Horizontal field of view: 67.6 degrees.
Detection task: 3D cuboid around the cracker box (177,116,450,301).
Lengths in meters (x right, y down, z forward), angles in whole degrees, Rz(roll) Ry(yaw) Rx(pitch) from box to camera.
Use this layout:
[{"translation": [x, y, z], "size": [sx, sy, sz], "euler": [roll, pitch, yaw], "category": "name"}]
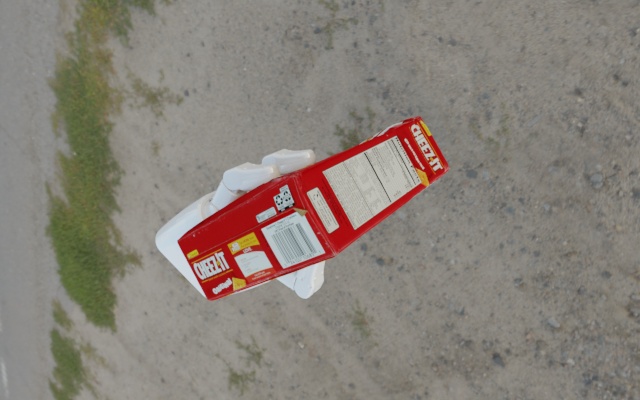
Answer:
[{"translation": [0.000, 0.002, 0.448], "size": [0.164, 0.072, 0.213], "euler": [-26, 3, 41], "category": "cracker box"}]
